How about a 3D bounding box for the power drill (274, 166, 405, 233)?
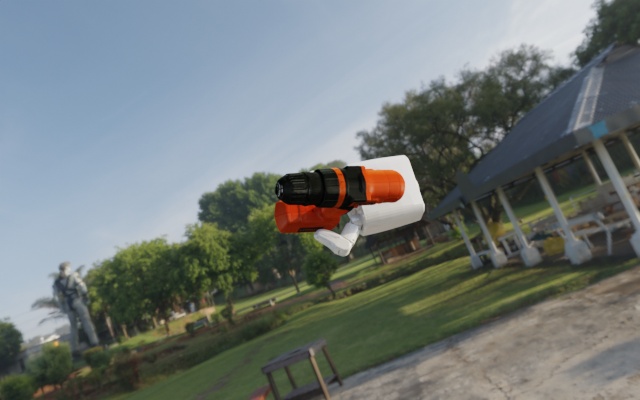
[{"bbox_3d":[0.000,0.002,0.679,0.184,0.057,0.188,-1,-14,-26],"label":"power drill"}]
